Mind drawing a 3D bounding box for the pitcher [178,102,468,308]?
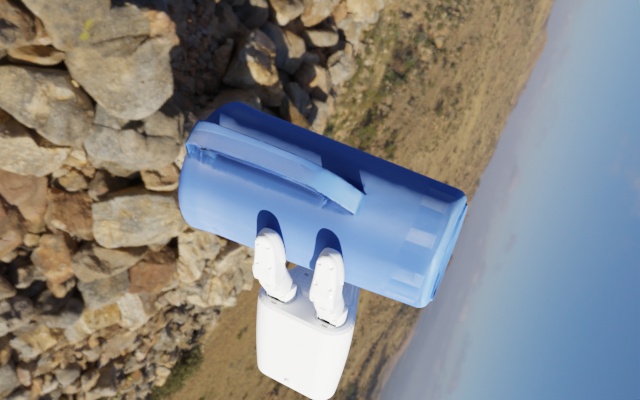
[{"bbox_3d":[0.000,0.002,0.434,0.243,0.145,0.149,20,32,18],"label":"pitcher"}]
